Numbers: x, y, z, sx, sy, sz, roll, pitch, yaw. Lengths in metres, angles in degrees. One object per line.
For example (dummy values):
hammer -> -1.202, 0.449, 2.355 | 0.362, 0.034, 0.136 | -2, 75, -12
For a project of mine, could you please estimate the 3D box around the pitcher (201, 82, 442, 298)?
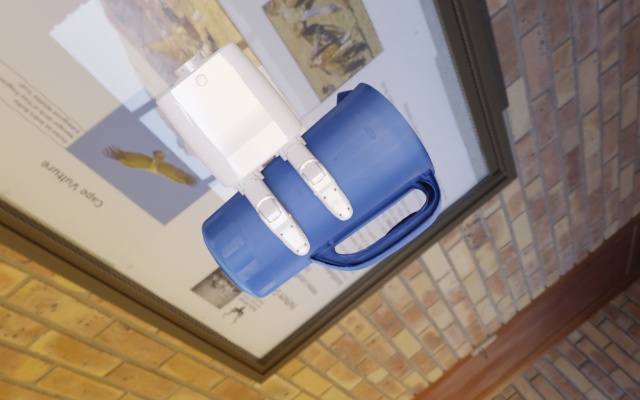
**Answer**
pitcher -> 0.000, 0.002, 0.523 | 0.243, 0.145, 0.149 | -39, 21, -1
